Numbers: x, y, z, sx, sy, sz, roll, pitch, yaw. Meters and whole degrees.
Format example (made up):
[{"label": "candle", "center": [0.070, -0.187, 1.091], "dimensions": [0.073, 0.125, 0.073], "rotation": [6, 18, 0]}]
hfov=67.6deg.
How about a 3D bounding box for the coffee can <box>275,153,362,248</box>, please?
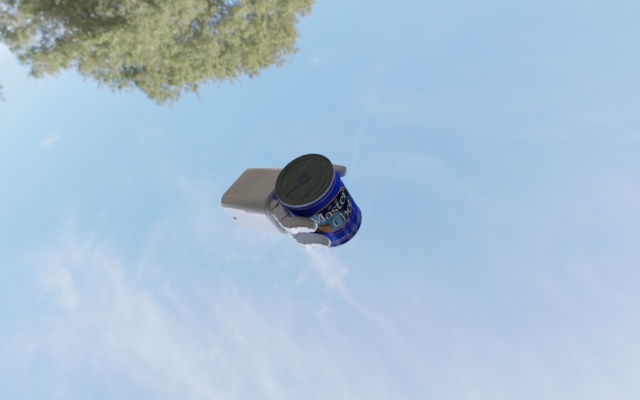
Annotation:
[{"label": "coffee can", "center": [0.000, 0.003, 0.813], "dimensions": [0.103, 0.102, 0.140], "rotation": [0, -33, 28]}]
